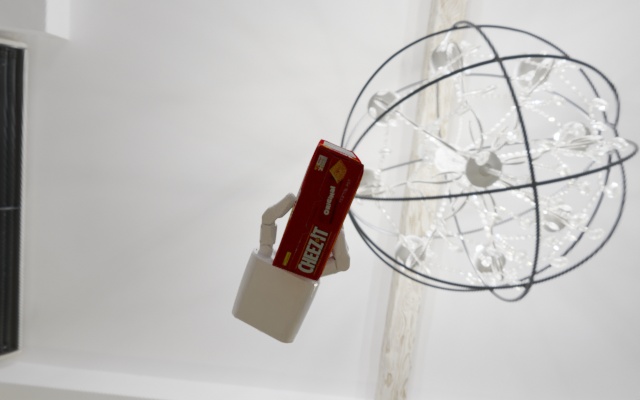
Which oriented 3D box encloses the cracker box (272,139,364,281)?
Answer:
[{"bbox_3d":[0.000,0.002,0.691,0.072,0.164,0.213,21,9,-3],"label":"cracker box"}]
